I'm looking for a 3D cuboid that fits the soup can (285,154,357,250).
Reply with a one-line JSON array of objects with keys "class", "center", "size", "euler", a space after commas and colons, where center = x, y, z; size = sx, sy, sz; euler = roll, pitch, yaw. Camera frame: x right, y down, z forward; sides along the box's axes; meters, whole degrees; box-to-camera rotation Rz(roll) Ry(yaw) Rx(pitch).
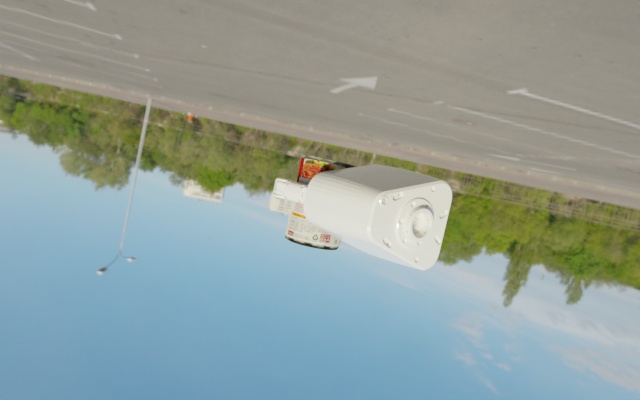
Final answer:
[{"class": "soup can", "center": [0.000, 0.002, 0.571], "size": [0.068, 0.102, 0.068], "euler": [12, 4, -1]}]
